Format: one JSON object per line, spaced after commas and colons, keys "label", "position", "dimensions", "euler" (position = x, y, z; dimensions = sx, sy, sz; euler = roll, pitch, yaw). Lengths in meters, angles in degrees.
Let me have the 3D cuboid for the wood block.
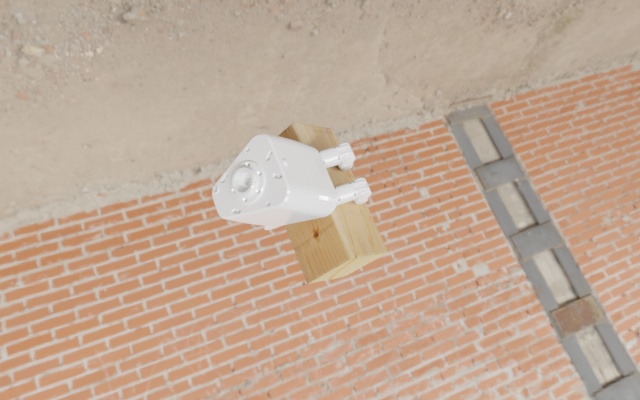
{"label": "wood block", "position": [0.000, 0.003, 0.684], "dimensions": [0.091, 0.206, 0.090], "euler": [-35, -22, 35]}
